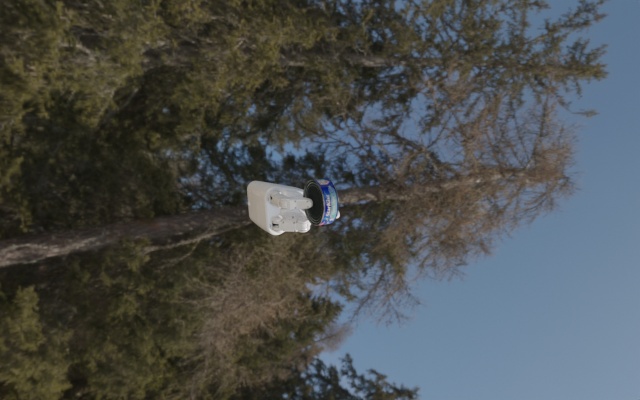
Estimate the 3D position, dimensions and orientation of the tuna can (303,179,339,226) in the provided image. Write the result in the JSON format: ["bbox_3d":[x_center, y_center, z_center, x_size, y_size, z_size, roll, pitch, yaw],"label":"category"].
[{"bbox_3d":[0.001,0.003,0.888,0.034,0.086,0.086,-7,3,-27],"label":"tuna can"}]
